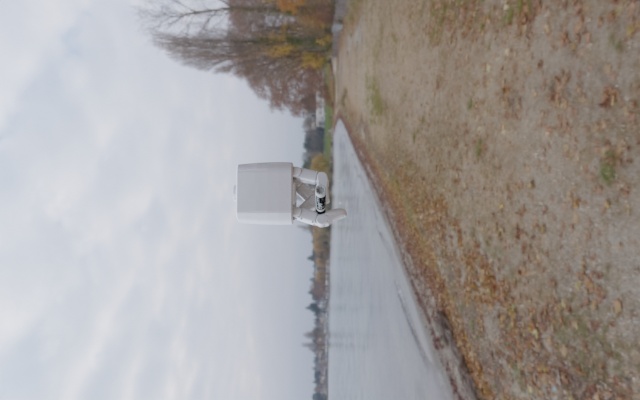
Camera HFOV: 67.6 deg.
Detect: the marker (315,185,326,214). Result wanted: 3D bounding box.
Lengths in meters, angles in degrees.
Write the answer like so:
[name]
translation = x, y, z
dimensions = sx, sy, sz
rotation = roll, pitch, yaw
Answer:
[marker]
translation = 0.000, 0.003, 0.857
dimensions = 0.020, 0.020, 0.121
rotation = 0, -20, 0
